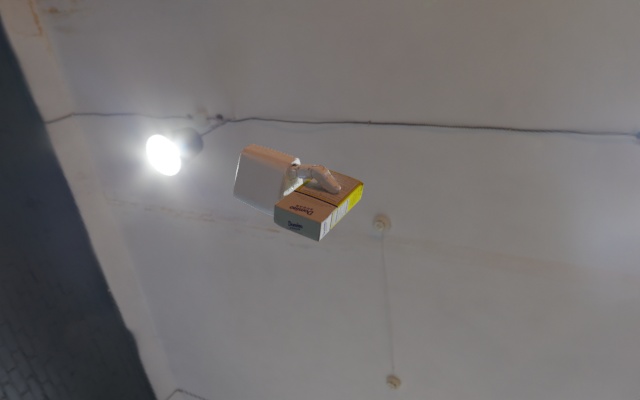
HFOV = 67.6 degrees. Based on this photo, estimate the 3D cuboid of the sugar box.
[{"bbox_3d":[0.000,0.003,0.865,0.093,0.048,0.176,21,36,21],"label":"sugar box"}]
